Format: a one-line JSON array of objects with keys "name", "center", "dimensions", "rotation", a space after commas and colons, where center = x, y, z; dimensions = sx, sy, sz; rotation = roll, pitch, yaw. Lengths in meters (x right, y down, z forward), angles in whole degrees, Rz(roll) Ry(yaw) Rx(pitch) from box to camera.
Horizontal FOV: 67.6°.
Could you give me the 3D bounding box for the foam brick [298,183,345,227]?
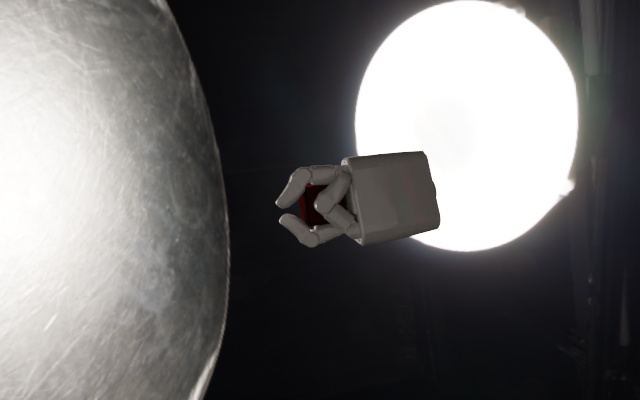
[{"name": "foam brick", "center": [0.000, 0.002, 0.648], "dimensions": [0.051, 0.053, 0.078], "rotation": [-9, 7, -9]}]
